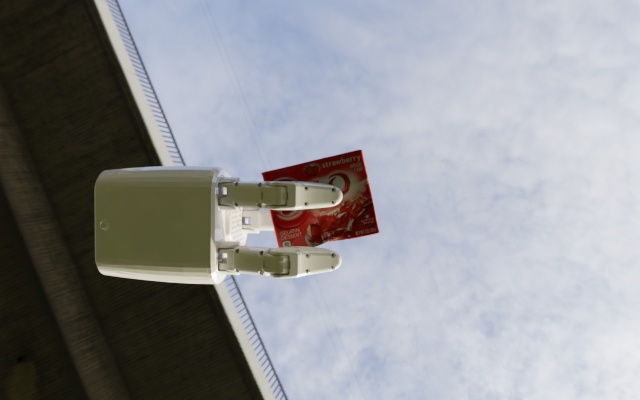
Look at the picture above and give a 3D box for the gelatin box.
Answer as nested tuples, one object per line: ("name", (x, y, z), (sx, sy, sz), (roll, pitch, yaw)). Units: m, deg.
("gelatin box", (0.000, 0.001, 0.414), (0.089, 0.073, 0.030), (-12, 1, 2))
